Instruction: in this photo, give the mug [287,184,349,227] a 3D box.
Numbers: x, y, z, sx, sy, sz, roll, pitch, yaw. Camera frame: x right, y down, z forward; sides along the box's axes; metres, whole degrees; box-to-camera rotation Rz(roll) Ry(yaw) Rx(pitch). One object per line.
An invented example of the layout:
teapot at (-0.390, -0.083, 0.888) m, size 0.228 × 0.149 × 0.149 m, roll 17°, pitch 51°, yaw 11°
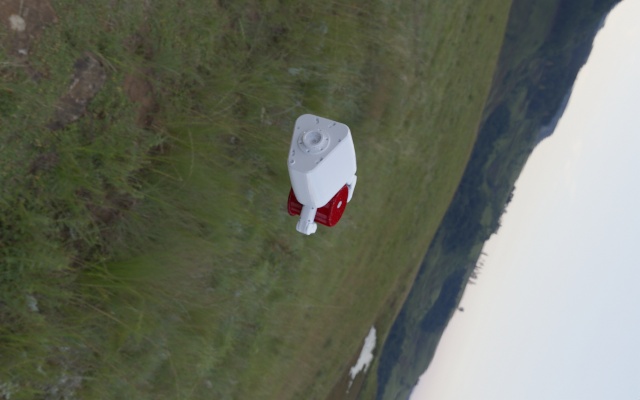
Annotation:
mug at (0.000, 0.004, 0.865) m, size 0.081 × 0.093 × 0.117 m, roll 20°, pitch -23°, yaw 19°
